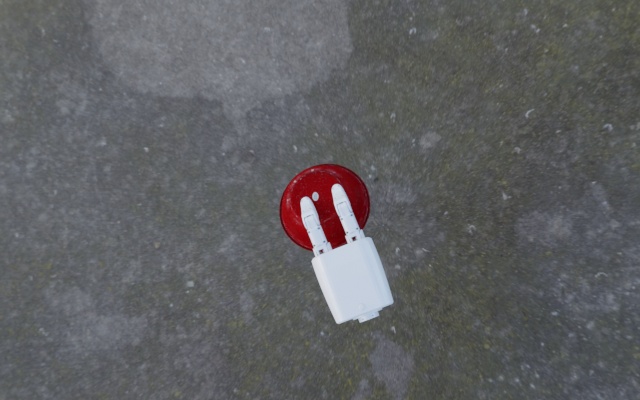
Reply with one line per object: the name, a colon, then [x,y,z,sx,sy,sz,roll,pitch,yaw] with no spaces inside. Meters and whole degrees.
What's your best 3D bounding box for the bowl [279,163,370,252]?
bowl: [-0.001,0.001,0.802,0.162,0.162,0.055,0,-19,14]
